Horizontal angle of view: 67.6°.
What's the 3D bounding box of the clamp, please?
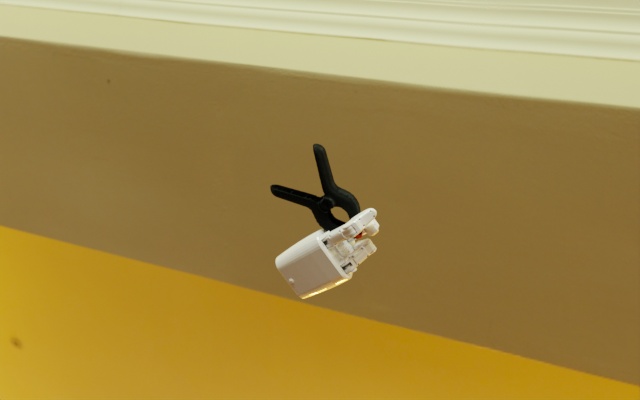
[{"bbox_3d":[0.000,0.002,0.797,0.120,0.171,0.039,-31,10,28],"label":"clamp"}]
